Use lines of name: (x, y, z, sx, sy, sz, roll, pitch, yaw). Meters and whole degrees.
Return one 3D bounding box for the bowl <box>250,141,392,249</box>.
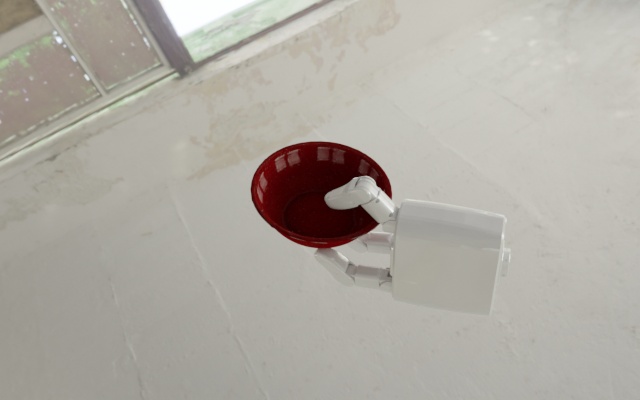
bowl: (-0.001, 0.002, 0.562, 0.162, 0.162, 0.055, 0, -43, -5)
